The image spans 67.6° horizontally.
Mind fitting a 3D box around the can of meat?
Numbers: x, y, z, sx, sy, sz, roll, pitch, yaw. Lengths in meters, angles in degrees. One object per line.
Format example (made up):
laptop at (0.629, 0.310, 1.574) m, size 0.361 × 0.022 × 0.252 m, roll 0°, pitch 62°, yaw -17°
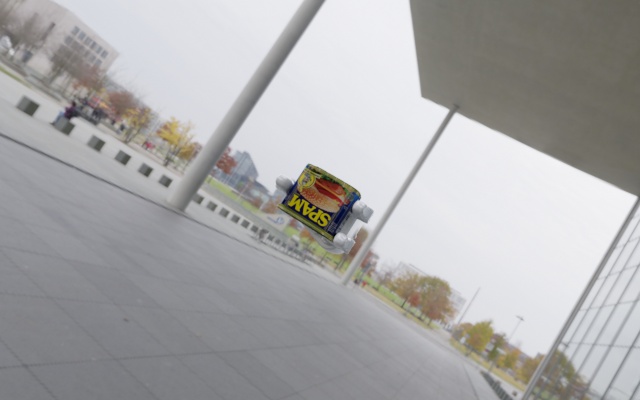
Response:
can of meat at (0.000, 0.002, 0.725) m, size 0.102 × 0.084 × 0.057 m, roll 31°, pitch -6°, yaw 18°
